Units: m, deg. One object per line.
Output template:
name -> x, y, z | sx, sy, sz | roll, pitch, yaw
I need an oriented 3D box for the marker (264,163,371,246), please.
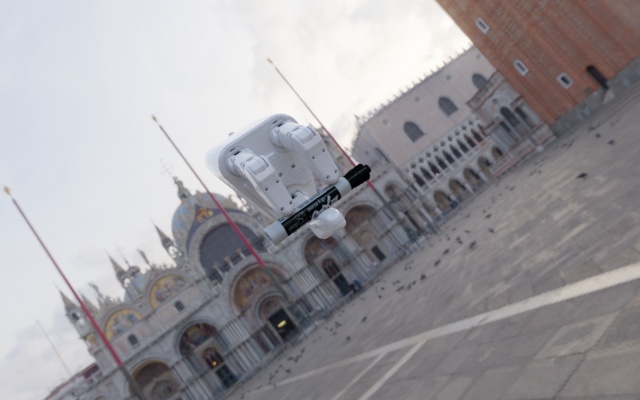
marker -> 0.000, 0.001, 0.456 | 0.121, 0.020, 0.020 | -35, 11, -16
